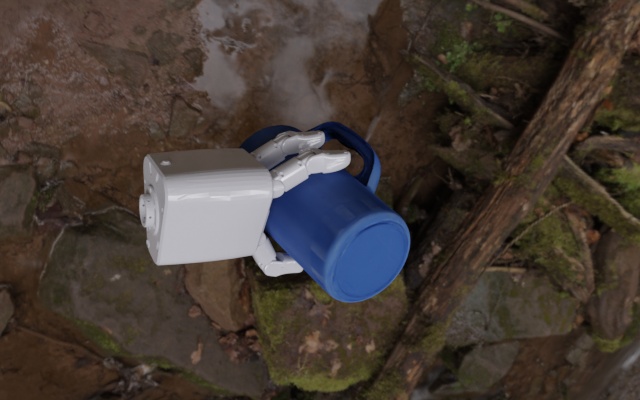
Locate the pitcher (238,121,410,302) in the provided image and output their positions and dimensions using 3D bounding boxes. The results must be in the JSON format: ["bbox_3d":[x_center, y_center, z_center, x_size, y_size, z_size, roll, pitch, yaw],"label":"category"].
[{"bbox_3d":[0.000,0.002,0.569,0.145,0.149,0.242,-5,28,-31],"label":"pitcher"}]
